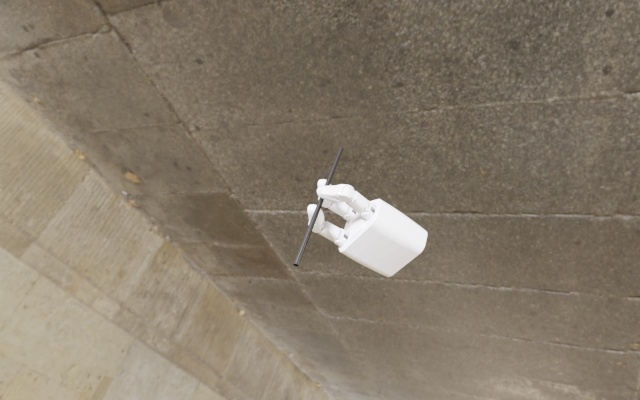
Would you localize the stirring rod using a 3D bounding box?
[{"bbox_3d":[0.000,0.002,0.773,0.011,0.239,0.011,15,-34,10],"label":"stirring rod"}]
